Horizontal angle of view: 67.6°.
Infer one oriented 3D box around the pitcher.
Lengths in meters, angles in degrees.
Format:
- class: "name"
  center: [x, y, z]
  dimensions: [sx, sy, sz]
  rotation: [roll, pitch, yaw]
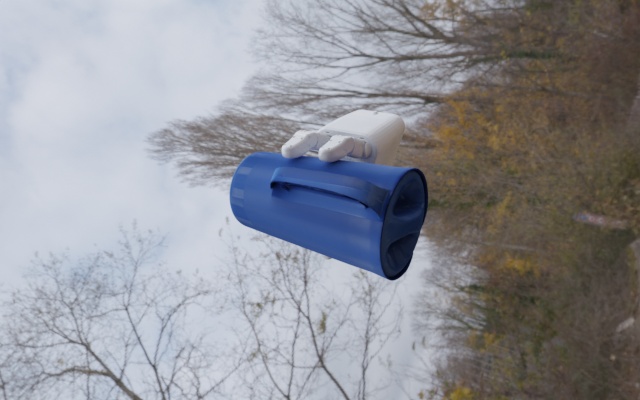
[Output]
- class: "pitcher"
  center: [0.000, 0.002, 0.603]
  dimensions: [0.243, 0.149, 0.145]
  rotation: [13, 32, 31]
